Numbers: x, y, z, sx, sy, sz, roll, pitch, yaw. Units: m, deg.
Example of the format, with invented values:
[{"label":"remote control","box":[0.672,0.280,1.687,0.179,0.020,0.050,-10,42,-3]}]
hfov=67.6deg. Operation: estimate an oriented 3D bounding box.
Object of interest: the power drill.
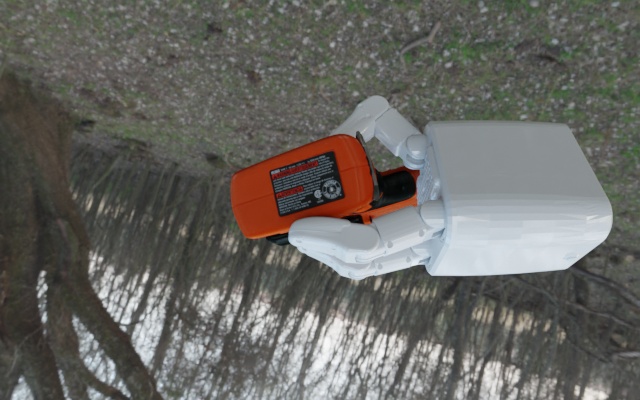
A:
[{"label":"power drill","box":[0.000,0.001,0.421,0.184,0.057,0.187,-19,-9,18]}]
